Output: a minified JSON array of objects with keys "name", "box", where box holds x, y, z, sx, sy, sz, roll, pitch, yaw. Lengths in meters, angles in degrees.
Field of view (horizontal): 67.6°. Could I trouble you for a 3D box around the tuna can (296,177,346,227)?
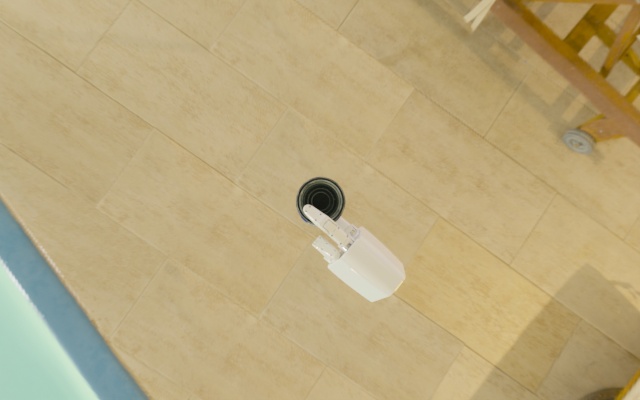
[{"name":"tuna can","box":[0.000,0.003,0.822,0.086,0.086,0.034,0,-5,-1]}]
